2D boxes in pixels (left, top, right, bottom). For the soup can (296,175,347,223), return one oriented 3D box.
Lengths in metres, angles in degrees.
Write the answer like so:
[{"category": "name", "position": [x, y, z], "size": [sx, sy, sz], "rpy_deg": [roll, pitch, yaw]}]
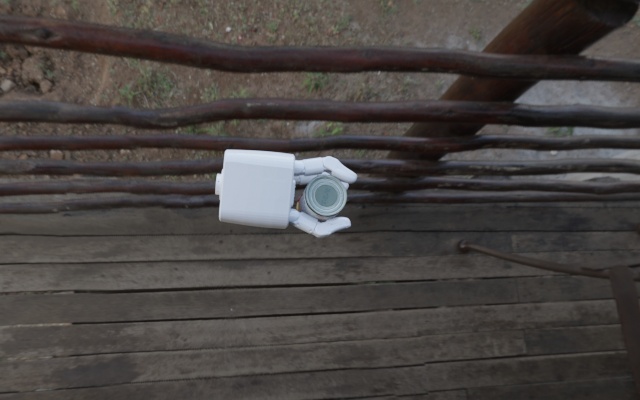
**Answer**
[{"category": "soup can", "position": [0.001, 0.003, 0.776], "size": [0.068, 0.068, 0.102], "rpy_deg": [0, -13, -10]}]
